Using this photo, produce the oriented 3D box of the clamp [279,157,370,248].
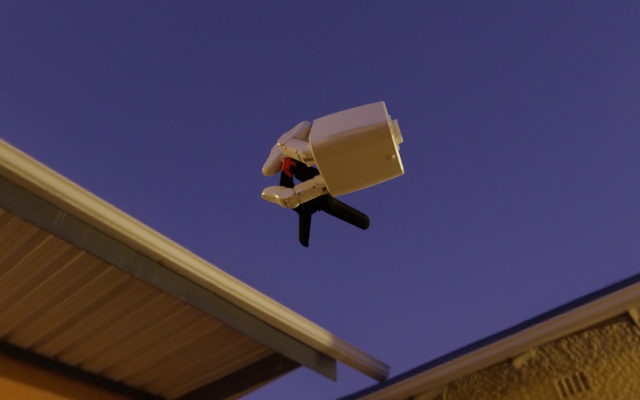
[{"bbox_3d":[0.000,0.002,0.715,0.120,0.039,0.172,-16,-48,11],"label":"clamp"}]
